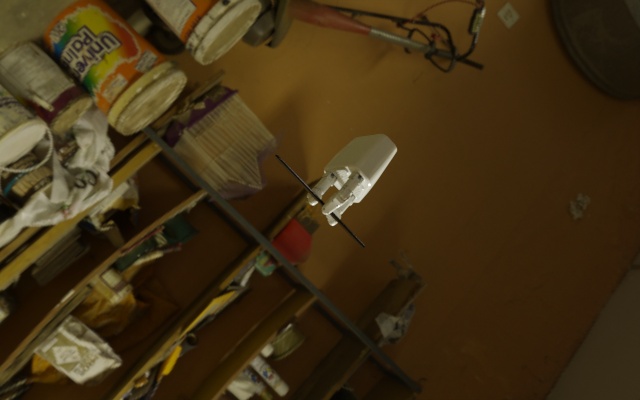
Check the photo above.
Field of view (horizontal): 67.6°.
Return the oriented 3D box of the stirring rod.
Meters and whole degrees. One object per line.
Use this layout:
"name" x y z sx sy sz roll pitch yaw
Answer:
"stirring rod" 0.000 0.003 0.889 0.011 0.239 0.011 -43 9 8
